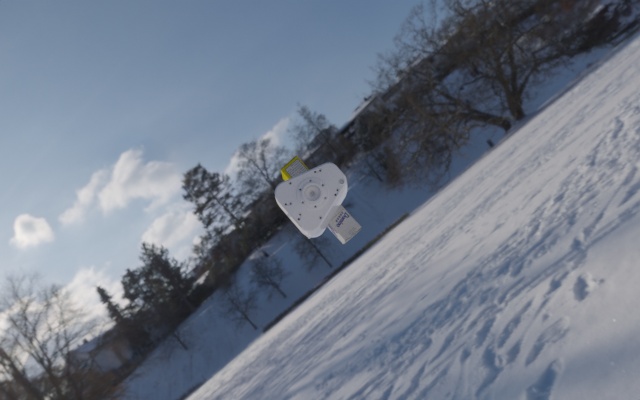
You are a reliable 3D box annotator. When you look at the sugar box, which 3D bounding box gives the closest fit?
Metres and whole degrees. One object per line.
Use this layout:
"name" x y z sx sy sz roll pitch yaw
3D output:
"sugar box" 0.000 0.003 0.888 0.048 0.176 0.093 -40 -6 -6
